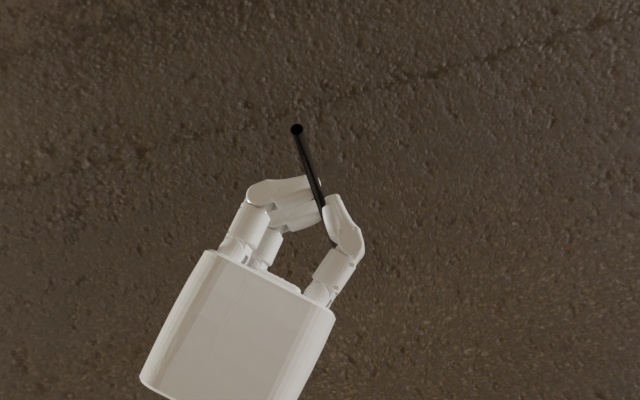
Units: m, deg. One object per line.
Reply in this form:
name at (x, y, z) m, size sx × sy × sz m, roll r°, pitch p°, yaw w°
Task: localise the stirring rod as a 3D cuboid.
stirring rod at (0.000, 0.001, 0.401) m, size 0.011 × 0.011 × 0.240 m, roll 0°, pitch -22°, yaw 7°
